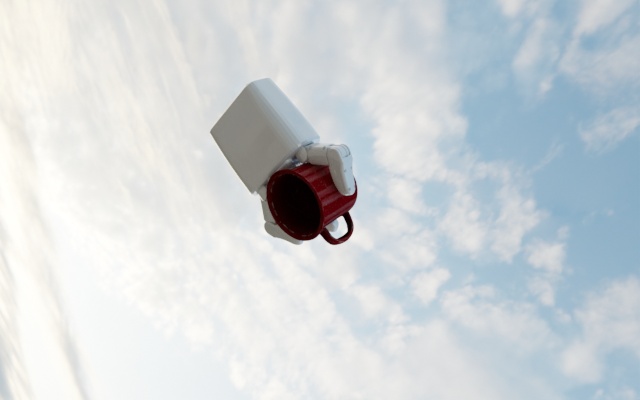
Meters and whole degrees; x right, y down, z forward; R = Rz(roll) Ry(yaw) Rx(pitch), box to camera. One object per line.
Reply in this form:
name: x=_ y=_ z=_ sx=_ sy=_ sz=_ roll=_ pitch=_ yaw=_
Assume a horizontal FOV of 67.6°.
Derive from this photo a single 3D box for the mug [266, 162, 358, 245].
mug: x=0.001 y=0.003 z=0.598 sx=0.081 sy=0.117 sz=0.093 roll=-29 pitch=-11 yaw=-44
